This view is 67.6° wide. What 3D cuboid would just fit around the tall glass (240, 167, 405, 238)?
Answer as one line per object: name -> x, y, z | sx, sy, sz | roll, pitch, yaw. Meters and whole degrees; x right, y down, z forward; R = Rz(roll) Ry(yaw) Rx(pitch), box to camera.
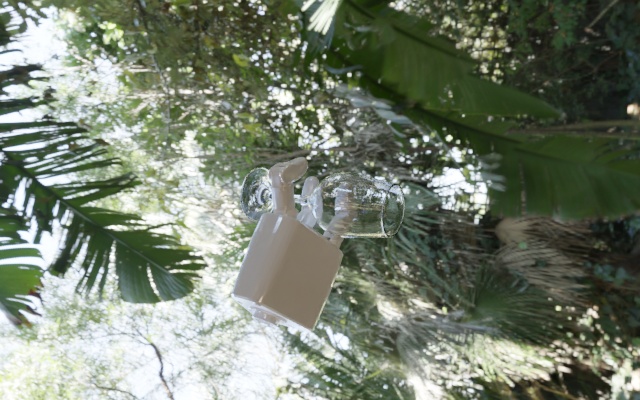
tall glass -> 0.000, 0.002, 0.594 | 0.201, 0.079, 0.079 | 6, 3, 32
